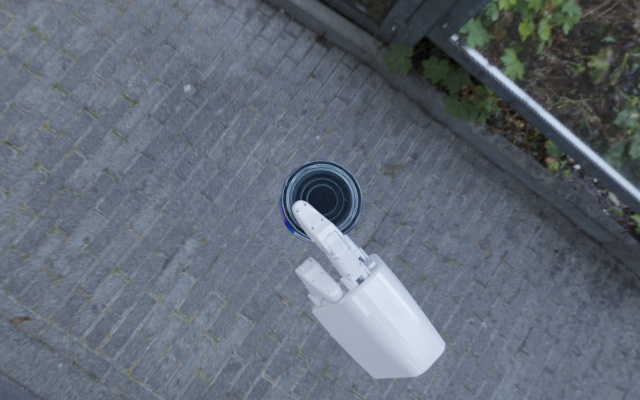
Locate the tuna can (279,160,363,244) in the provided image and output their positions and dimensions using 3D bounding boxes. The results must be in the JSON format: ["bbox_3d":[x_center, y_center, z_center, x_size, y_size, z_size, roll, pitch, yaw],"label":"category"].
[{"bbox_3d":[0.000,0.001,0.496,0.086,0.086,0.034,0,-9,-8],"label":"tuna can"}]
